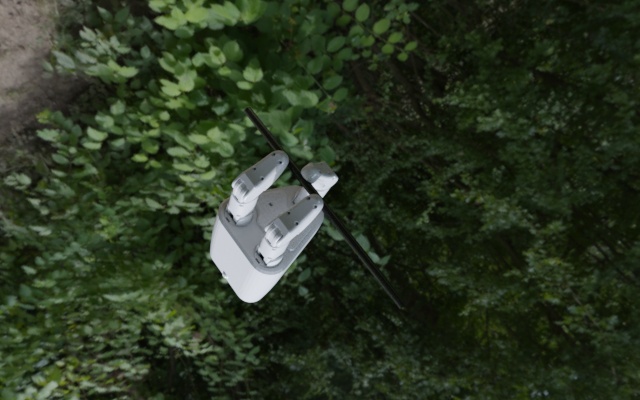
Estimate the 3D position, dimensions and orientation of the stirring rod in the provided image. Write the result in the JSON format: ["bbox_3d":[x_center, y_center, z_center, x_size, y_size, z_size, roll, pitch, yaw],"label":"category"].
[{"bbox_3d":[0.000,0.001,0.447,0.011,0.239,0.011,-36,-13,-10],"label":"stirring rod"}]
